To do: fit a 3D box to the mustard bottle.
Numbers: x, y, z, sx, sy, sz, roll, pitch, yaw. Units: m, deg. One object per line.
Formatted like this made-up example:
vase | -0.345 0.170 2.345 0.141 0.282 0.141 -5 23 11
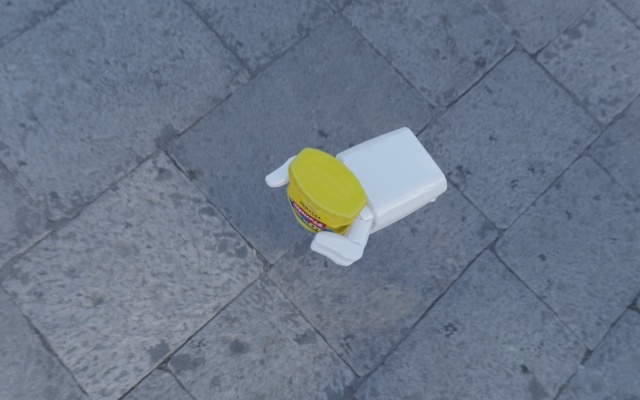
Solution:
mustard bottle | 0.000 0.002 0.614 0.096 0.058 0.192 39 -14 5
